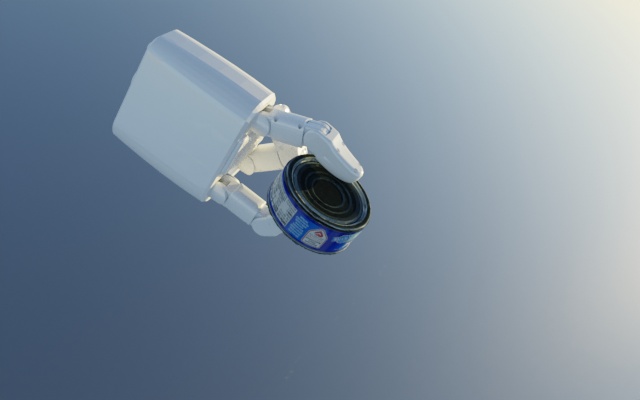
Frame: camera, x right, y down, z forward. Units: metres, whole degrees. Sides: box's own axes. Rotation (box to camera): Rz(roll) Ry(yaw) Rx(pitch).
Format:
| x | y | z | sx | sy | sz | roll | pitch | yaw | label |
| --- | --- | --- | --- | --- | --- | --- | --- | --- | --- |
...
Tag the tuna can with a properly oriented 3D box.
| x | y | z | sx | sy | sz | roll | pitch | yaw | label |
| --- | --- | --- | --- | --- | --- | --- | --- | --- | --- |
| 0.000 | 0.001 | 0.405 | 0.086 | 0.086 | 0.034 | 0 | -38 | -40 | tuna can |
